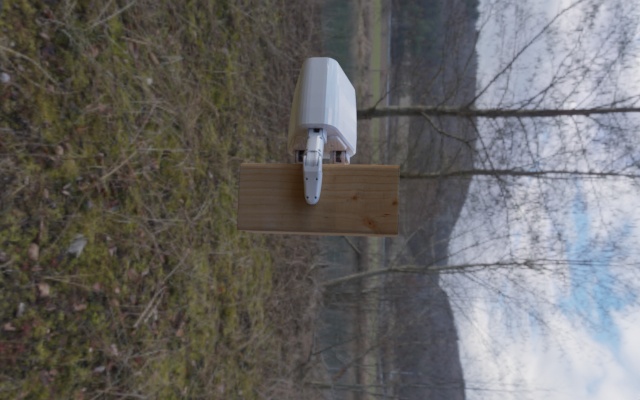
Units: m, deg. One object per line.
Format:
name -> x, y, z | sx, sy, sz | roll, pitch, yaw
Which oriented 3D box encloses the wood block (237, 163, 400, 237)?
wood block -> 0.000, 0.002, 0.648 | 0.206, 0.090, 0.091 | 1, -7, 6
